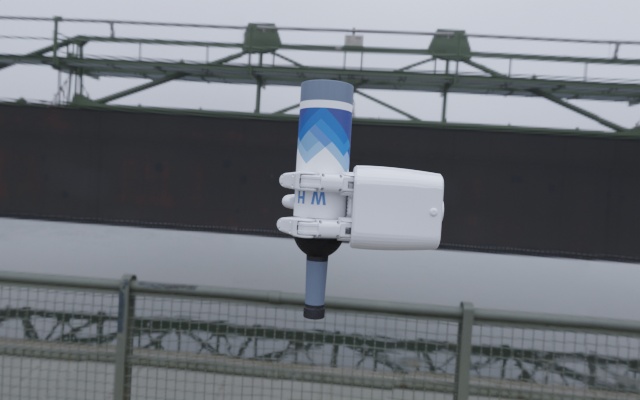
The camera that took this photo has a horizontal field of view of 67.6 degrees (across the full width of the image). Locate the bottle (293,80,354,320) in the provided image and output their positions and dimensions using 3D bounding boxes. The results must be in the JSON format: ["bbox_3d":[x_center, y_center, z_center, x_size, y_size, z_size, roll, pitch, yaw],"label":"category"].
[{"bbox_3d":[0.000,0.002,0.606,0.069,0.296,0.069,3,2,0],"label":"bottle"}]
